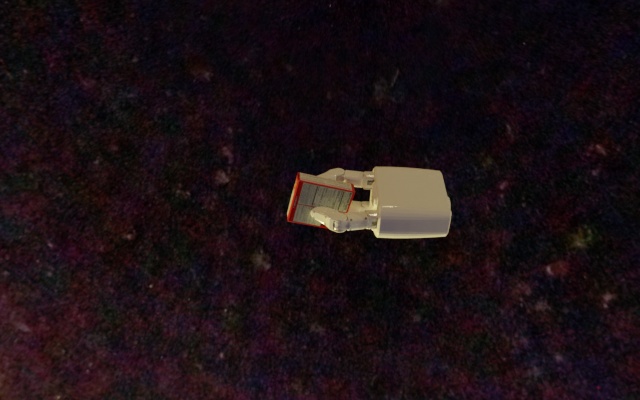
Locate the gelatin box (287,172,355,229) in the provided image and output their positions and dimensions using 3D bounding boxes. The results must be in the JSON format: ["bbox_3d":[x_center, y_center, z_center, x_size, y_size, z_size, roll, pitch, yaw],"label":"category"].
[{"bbox_3d":[0.000,0.003,0.724,0.089,0.073,0.030,11,29,-11],"label":"gelatin box"}]
